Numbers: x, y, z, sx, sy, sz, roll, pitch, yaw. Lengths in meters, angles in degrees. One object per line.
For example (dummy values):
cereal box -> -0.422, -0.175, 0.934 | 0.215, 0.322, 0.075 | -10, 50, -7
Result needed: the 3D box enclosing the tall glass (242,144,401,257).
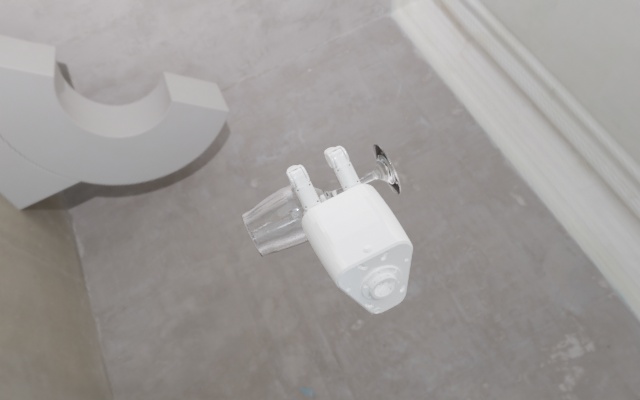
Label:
tall glass -> 0.001, 0.002, 0.628 | 0.201, 0.079, 0.079 | -26, 2, -4
